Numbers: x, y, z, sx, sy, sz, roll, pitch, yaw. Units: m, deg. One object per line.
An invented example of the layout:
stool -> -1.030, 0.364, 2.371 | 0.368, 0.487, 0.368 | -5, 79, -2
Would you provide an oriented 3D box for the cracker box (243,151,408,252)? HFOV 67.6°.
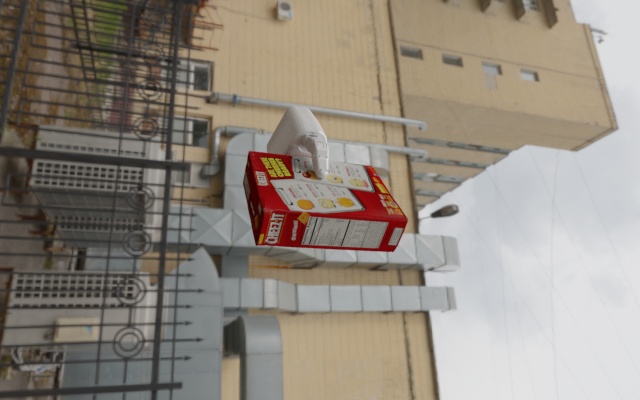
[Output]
cracker box -> 0.000, 0.002, 0.721 | 0.214, 0.072, 0.164 | 4, 32, -19
